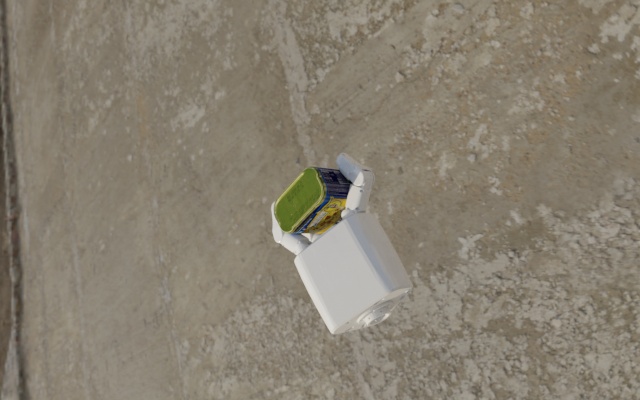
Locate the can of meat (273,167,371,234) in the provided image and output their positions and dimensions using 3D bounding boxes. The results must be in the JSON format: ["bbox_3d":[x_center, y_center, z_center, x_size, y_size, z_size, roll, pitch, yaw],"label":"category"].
[{"bbox_3d":[0.000,0.002,0.623,0.084,0.057,0.102,3,-39,-45],"label":"can of meat"}]
